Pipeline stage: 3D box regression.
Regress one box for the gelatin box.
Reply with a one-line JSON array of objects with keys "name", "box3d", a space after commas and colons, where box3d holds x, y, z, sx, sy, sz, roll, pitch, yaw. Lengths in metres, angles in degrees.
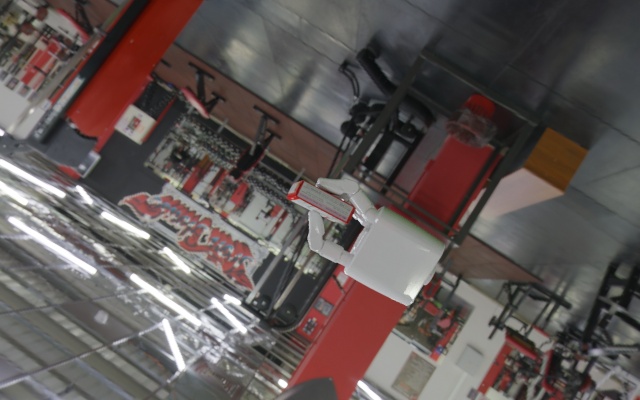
[{"name": "gelatin box", "box3d": [0.000, 0.003, 0.703, 0.089, 0.030, 0.073, 27, -7, -11]}]
